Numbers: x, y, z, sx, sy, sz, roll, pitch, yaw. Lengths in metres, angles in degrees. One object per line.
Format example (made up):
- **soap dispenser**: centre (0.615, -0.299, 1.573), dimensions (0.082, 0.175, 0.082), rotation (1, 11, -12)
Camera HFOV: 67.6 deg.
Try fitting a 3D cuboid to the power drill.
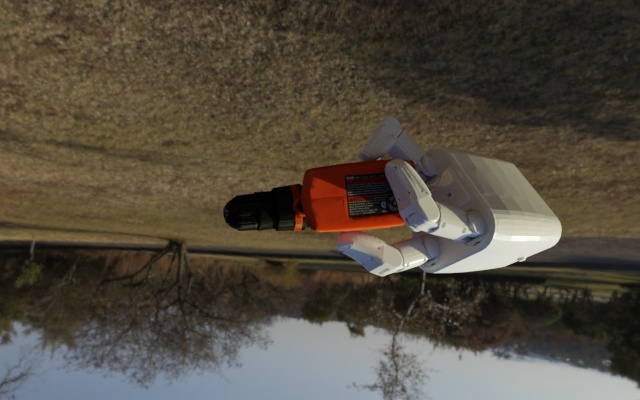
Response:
- **power drill**: centre (0.000, 0.002, 0.473), dimensions (0.184, 0.057, 0.187), rotation (-7, 0, -14)
